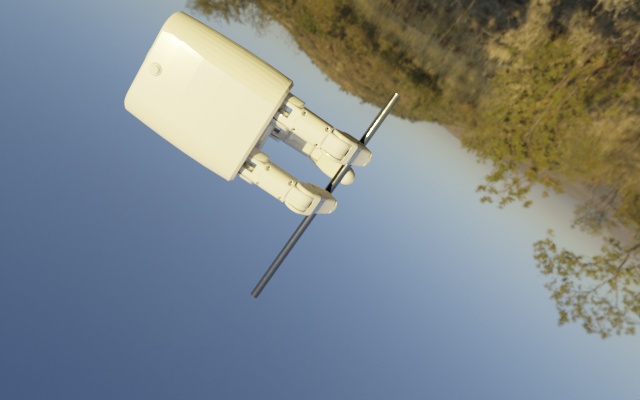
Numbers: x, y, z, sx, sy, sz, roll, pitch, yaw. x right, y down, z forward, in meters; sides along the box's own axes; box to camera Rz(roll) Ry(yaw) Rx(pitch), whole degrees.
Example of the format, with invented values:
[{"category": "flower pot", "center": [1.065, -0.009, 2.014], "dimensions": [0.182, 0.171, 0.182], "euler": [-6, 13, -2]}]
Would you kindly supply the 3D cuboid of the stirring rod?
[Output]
[{"category": "stirring rod", "center": [0.000, 0.001, 0.450], "dimensions": [0.011, 0.239, 0.011], "euler": [32, 16, -10]}]
